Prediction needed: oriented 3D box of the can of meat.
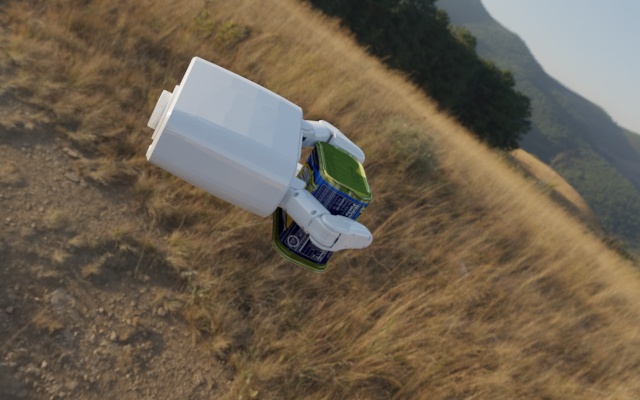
[{"bbox_3d":[0.000,0.001,0.443,0.057,0.084,0.102,27,23,-17],"label":"can of meat"}]
